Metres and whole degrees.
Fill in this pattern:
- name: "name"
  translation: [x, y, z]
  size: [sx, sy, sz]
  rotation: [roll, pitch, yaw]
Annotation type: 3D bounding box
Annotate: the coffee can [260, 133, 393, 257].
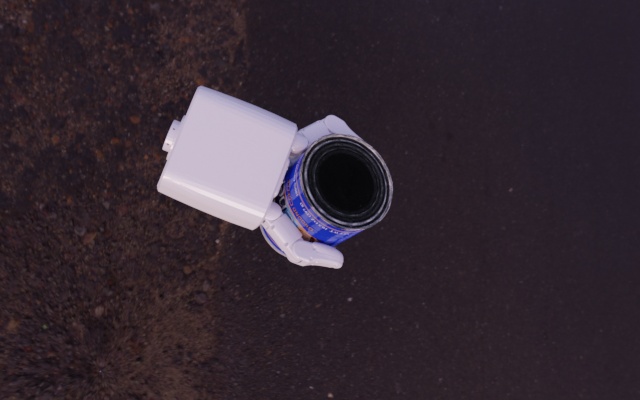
- name: "coffee can"
  translation: [0.000, 0.002, 0.530]
  size: [0.103, 0.102, 0.140]
  rotation: [0, -18, -25]
